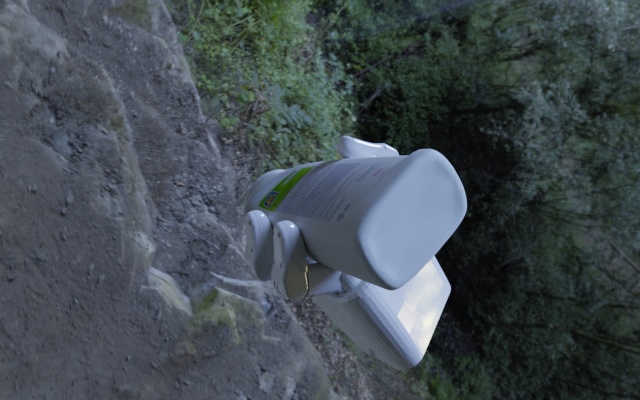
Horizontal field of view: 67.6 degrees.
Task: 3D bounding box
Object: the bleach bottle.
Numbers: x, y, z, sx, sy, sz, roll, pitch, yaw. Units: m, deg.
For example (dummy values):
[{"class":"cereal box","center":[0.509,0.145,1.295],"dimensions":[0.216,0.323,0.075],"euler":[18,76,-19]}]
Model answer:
[{"class":"bleach bottle","center":[0.000,0.001,0.427],"dimensions":[0.102,0.068,0.251],"euler":[-45,26,-18]}]
